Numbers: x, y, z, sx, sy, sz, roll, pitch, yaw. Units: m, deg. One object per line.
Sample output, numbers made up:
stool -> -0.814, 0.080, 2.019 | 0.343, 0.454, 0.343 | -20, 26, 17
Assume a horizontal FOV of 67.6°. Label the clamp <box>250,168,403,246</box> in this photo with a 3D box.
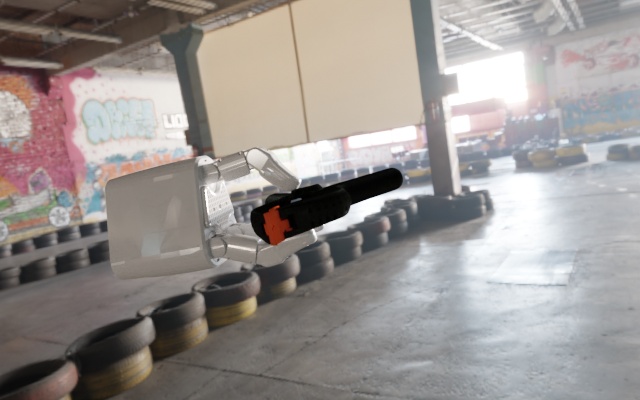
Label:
clamp -> 0.000, 0.001, 0.467 | 0.164, 0.036, 0.210 | -14, 6, 10
